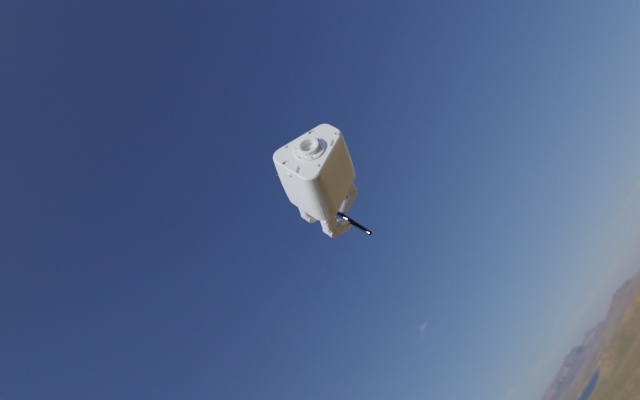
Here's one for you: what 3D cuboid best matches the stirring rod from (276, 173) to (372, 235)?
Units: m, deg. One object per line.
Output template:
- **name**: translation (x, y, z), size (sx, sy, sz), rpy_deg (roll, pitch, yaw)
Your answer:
- **stirring rod**: translation (0.000, 0.003, 0.884), size (0.239, 0.011, 0.011), rpy_deg (32, 19, 33)
